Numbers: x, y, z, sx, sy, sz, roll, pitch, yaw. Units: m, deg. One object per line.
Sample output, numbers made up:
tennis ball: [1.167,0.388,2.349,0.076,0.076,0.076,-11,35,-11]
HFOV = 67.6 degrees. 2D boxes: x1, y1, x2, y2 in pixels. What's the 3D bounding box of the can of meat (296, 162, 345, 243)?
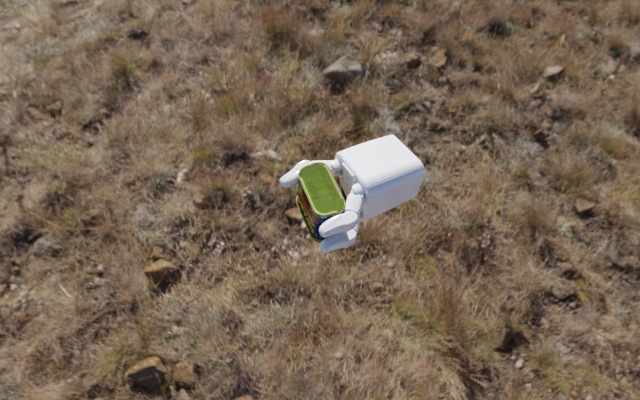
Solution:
can of meat: [0.000,0.002,0.751,0.057,0.102,0.084,-18,-28,-13]
